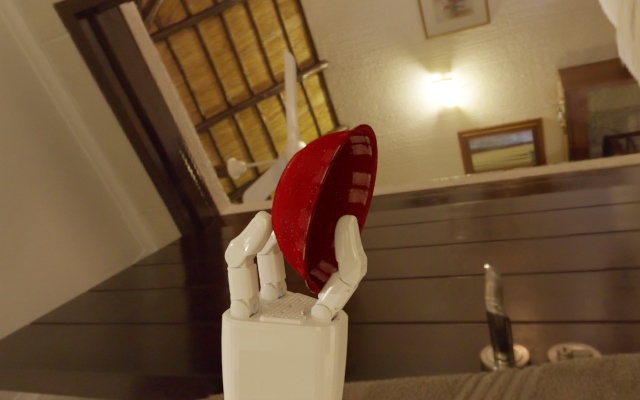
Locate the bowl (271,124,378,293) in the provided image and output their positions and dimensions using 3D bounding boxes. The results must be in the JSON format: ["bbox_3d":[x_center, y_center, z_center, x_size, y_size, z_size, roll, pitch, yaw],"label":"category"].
[{"bbox_3d":[0.000,0.000,0.450,0.055,0.162,0.162,18,6,20],"label":"bowl"}]
